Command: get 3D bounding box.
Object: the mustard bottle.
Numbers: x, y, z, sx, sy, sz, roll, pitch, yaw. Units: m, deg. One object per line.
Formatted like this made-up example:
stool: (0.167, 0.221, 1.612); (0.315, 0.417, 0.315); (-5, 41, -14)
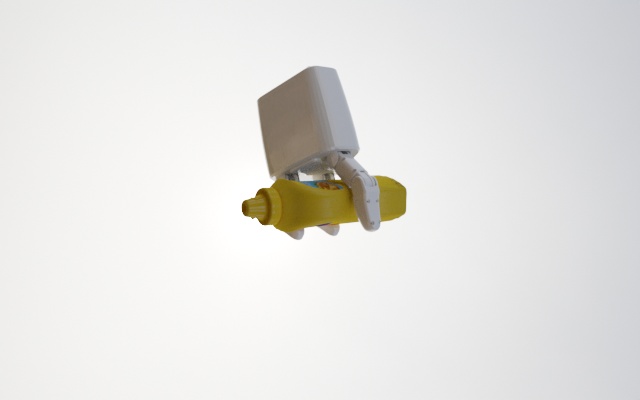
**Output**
mustard bottle: (0.000, 0.002, 0.539); (0.191, 0.058, 0.096); (-4, 9, -36)
